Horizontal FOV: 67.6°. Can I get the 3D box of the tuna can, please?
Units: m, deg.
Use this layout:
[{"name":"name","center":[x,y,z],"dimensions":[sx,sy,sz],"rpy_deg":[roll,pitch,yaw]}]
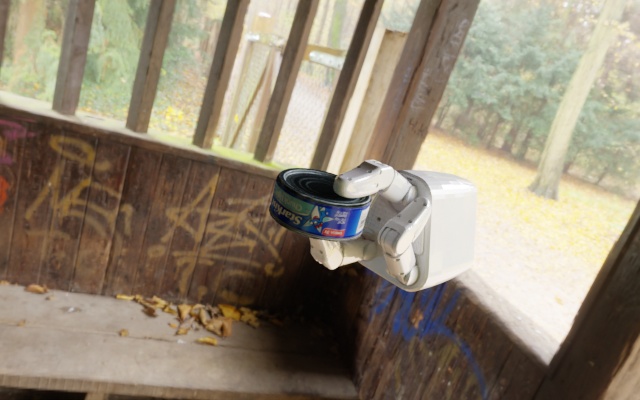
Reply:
[{"name":"tuna can","center":[0.000,0.001,0.419],"dimensions":[0.086,0.034,0.086],"rpy_deg":[13,20,-5]}]
